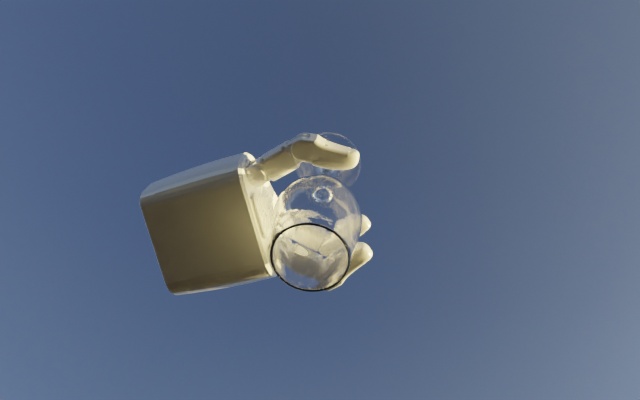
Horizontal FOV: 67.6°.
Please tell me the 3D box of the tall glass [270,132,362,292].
[{"bbox_3d":[0.000,0.001,0.449,0.079,0.079,0.201,0,25,5],"label":"tall glass"}]
